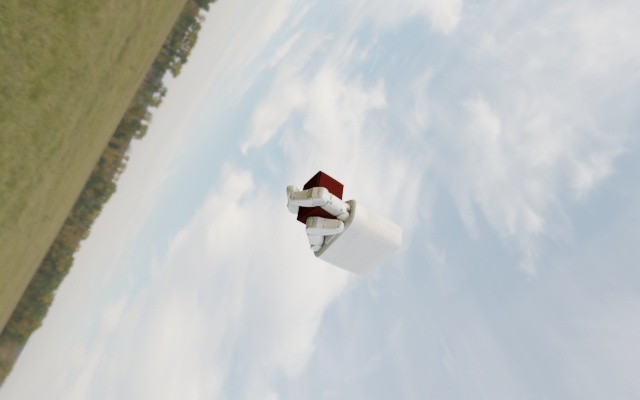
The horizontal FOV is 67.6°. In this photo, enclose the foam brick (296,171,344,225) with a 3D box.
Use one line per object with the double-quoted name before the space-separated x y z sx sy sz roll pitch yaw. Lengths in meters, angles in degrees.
"foam brick" 0.000 0.002 0.783 0.051 0.078 0.053 28 -40 -22
